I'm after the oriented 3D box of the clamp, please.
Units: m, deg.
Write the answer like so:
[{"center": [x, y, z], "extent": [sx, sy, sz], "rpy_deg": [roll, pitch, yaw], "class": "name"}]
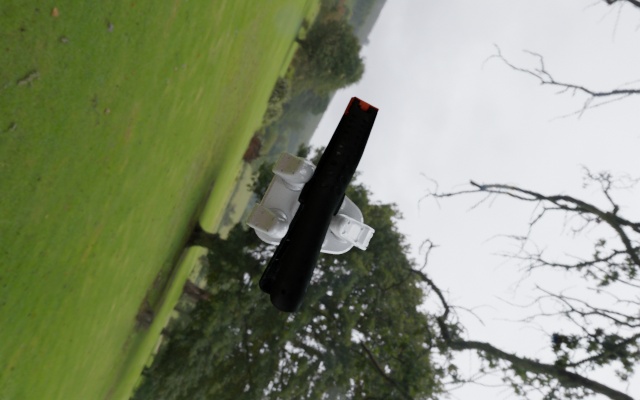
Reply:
[{"center": [0.001, 0.001, 0.424], "extent": [0.036, 0.210, 0.164], "rpy_deg": [27, -3, -8], "class": "clamp"}]
